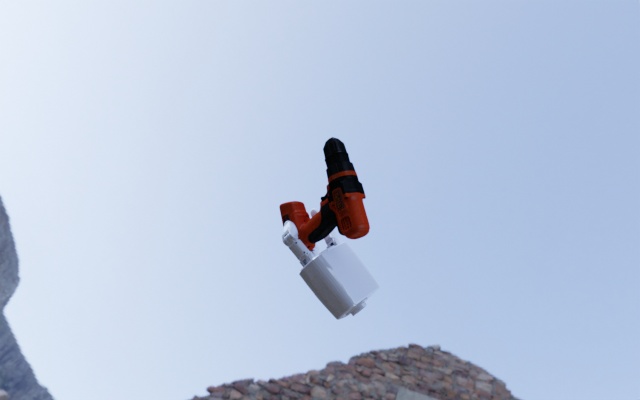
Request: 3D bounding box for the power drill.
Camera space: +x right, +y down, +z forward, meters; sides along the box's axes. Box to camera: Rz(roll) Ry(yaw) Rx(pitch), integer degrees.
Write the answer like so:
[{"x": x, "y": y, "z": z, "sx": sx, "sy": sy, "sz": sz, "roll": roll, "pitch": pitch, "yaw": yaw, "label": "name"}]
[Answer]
[{"x": 0.000, "y": 0.003, "z": 0.860, "sx": 0.057, "sy": 0.184, "sz": 0.188, "roll": 3, "pitch": -25, "yaw": -38, "label": "power drill"}]
